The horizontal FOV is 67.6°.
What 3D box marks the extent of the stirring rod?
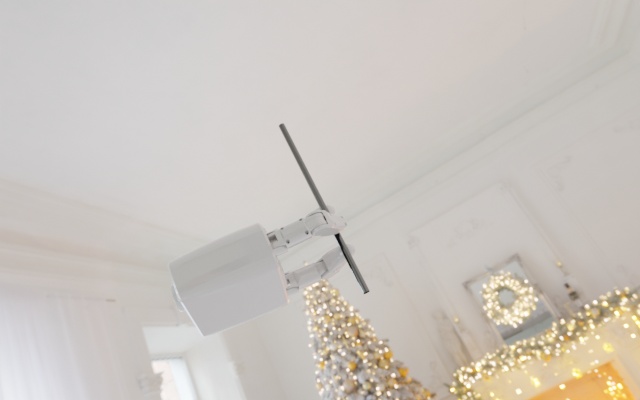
[{"bbox_3d":[0.000,0.002,0.568,0.011,0.239,0.011,-23,-23,-10],"label":"stirring rod"}]
